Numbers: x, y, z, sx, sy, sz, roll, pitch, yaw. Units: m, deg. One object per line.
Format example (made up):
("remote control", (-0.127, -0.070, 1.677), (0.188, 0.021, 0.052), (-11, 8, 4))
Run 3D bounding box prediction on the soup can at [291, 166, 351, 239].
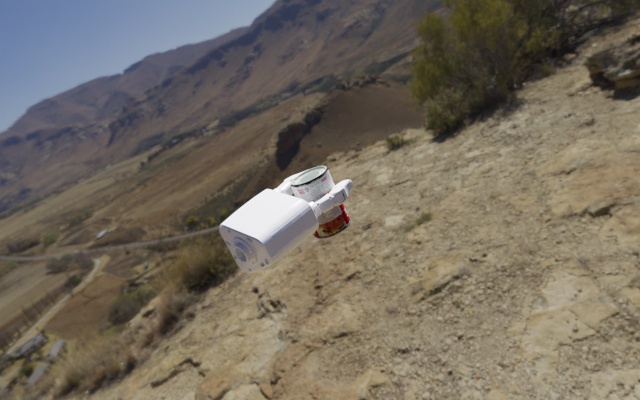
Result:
("soup can", (0.000, 0.002, 0.793), (0.068, 0.102, 0.068), (-22, 19, 8))
